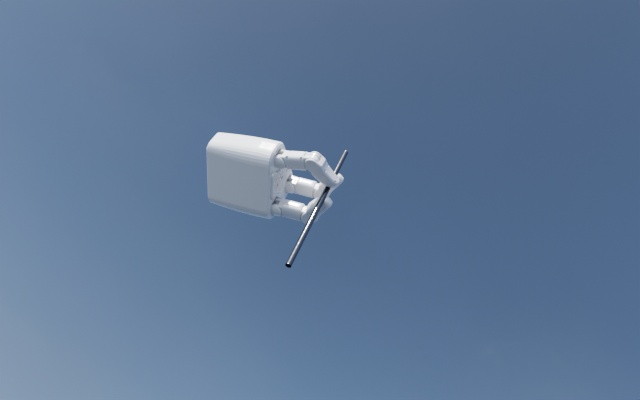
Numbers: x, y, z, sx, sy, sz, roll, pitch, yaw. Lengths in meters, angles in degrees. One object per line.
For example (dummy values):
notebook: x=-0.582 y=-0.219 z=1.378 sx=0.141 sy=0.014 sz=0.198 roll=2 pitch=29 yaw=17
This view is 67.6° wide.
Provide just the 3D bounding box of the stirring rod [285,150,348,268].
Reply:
stirring rod: x=0.000 y=0.002 z=0.666 sx=0.011 sy=0.011 sz=0.239 roll=0 pitch=40 yaw=25
